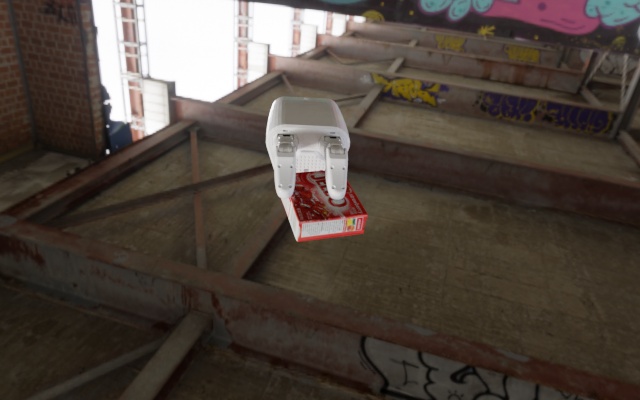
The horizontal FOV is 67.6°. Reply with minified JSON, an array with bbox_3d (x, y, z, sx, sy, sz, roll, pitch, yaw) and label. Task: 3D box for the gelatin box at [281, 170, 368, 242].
[{"bbox_3d":[0.000,0.002,0.511,0.073,0.030,0.089,-5,38,-16],"label":"gelatin box"}]
